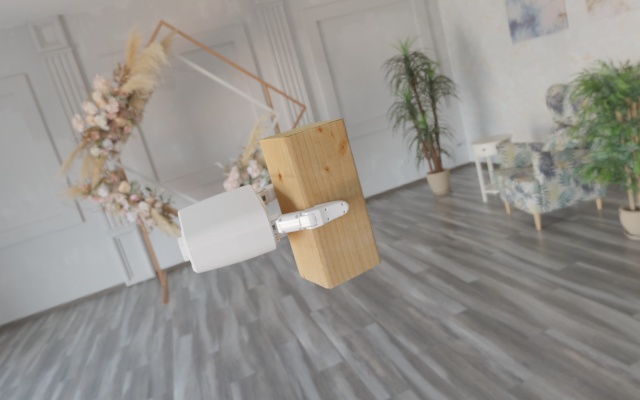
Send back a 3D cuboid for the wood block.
[{"bbox_3d":[0.000,0.002,0.654,0.090,0.206,0.091,-22,14,-26],"label":"wood block"}]
